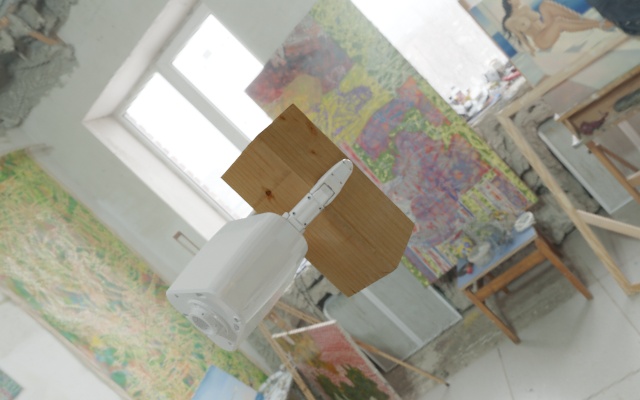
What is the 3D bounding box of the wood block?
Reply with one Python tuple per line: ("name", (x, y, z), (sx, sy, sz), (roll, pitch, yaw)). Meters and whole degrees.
("wood block", (0.000, 0.002, 0.560), (0.091, 0.206, 0.090), (-40, 9, 40))
